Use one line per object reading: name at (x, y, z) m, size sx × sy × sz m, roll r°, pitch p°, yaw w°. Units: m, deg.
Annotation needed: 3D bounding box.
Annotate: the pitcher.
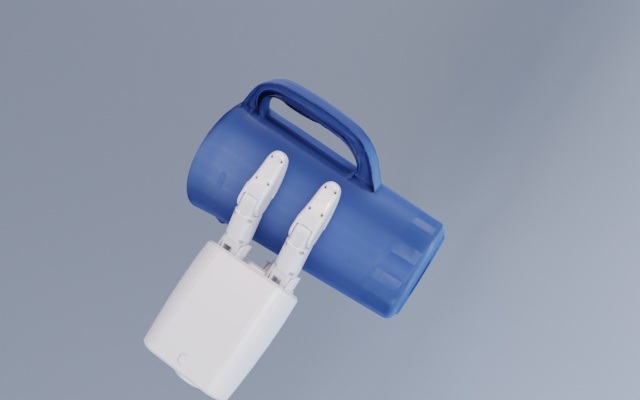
pitcher at (0.000, 0.002, 0.481) m, size 0.243 × 0.145 × 0.149 m, roll 32°, pitch -13°, yaw 13°
